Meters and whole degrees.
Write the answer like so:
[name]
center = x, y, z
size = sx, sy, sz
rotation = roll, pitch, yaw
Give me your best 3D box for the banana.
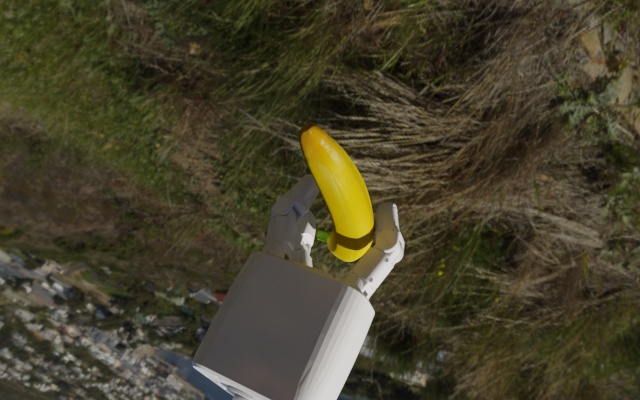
[banana]
center = 0.017, 0.010, 0.427
size = 0.069, 0.037, 0.198
rotation = 24, -27, 16
